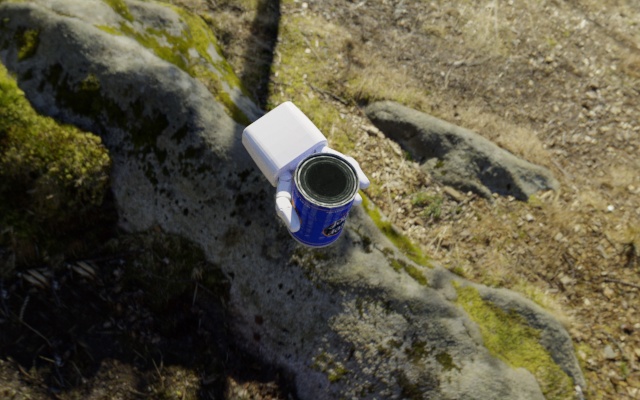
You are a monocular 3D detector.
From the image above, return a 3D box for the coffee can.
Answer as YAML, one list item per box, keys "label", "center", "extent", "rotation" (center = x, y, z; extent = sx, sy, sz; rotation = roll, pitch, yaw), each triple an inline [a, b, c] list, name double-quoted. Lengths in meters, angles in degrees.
- label: "coffee can"
  center: [0.000, 0.003, 0.791]
  extent: [0.103, 0.102, 0.140]
  rotation: [0, -31, -10]
